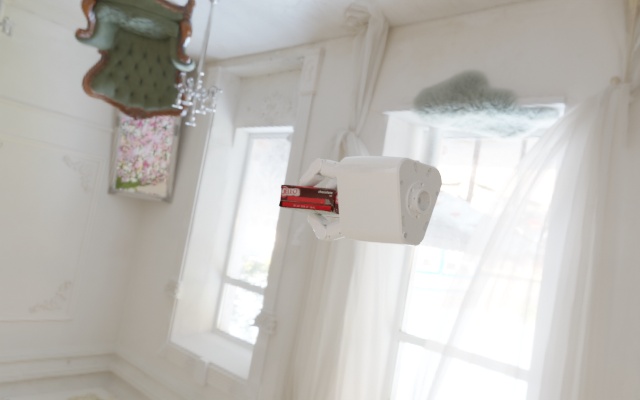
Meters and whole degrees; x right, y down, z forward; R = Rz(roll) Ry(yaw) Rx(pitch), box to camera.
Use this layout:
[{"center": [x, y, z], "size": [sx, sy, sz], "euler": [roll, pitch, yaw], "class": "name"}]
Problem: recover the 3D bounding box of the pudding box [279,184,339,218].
[{"center": [0.000, 0.003, 0.732], "size": [0.090, 0.039, 0.113], "euler": [6, -6, 22], "class": "pudding box"}]
